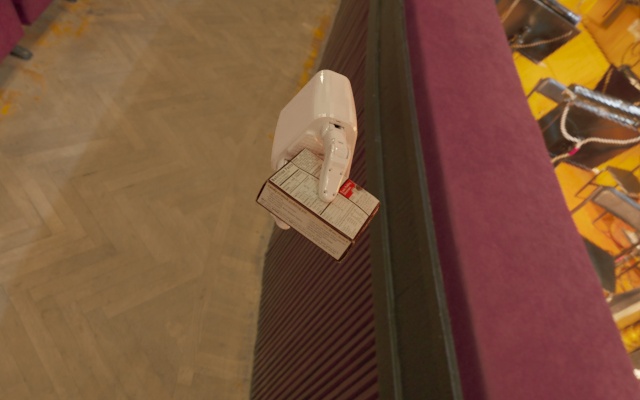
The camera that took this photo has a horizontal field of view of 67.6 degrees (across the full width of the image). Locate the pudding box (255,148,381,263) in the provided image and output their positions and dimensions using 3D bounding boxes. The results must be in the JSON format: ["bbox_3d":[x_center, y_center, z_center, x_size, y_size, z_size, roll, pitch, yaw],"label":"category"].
[{"bbox_3d":[0.000,0.002,0.518,0.113,0.039,0.090,35,39,6],"label":"pudding box"}]
